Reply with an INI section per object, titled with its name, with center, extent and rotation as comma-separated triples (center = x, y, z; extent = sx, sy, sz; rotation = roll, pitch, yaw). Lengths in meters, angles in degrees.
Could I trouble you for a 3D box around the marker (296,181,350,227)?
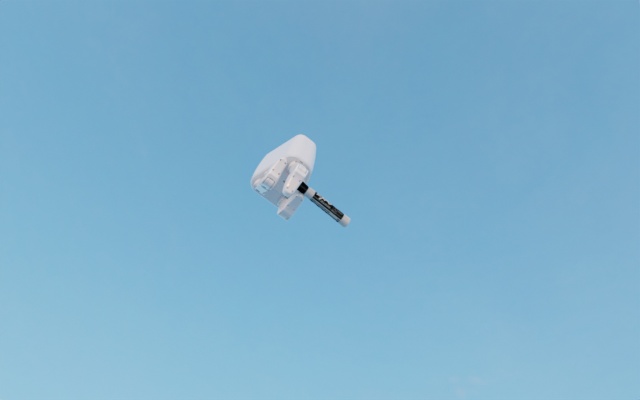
[marker]
center = 0.000, 0.003, 0.809
extent = 0.121, 0.020, 0.020
rotation = 38, -11, -14
